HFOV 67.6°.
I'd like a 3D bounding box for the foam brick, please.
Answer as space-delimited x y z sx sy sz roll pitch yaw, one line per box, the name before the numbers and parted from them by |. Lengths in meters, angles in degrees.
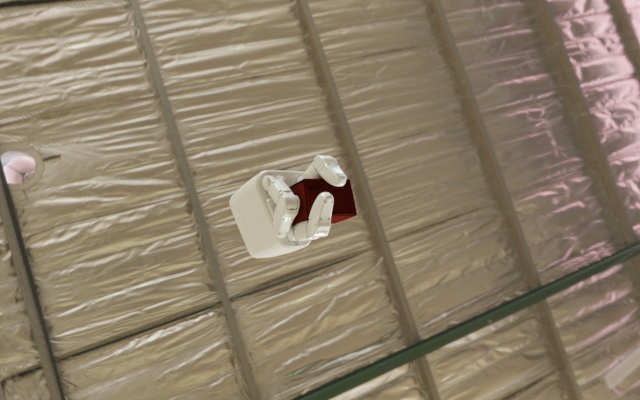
foam brick | 0.000 0.002 0.645 0.078 0.053 0.051 0 -16 -34
